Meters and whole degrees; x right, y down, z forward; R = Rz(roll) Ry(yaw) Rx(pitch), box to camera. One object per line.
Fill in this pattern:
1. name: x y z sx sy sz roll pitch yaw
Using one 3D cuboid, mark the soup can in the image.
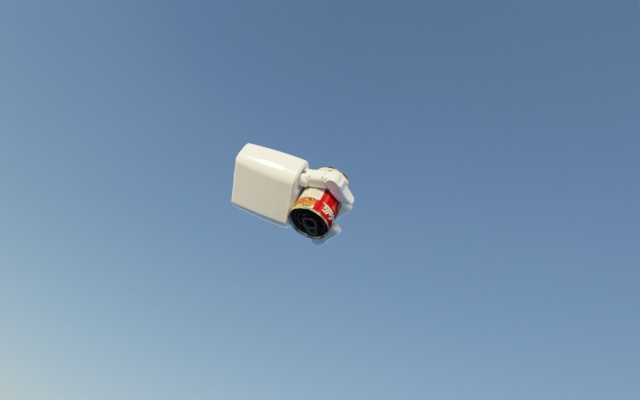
1. soup can: 0.001 0.002 0.764 0.068 0.068 0.102 0 41 31
